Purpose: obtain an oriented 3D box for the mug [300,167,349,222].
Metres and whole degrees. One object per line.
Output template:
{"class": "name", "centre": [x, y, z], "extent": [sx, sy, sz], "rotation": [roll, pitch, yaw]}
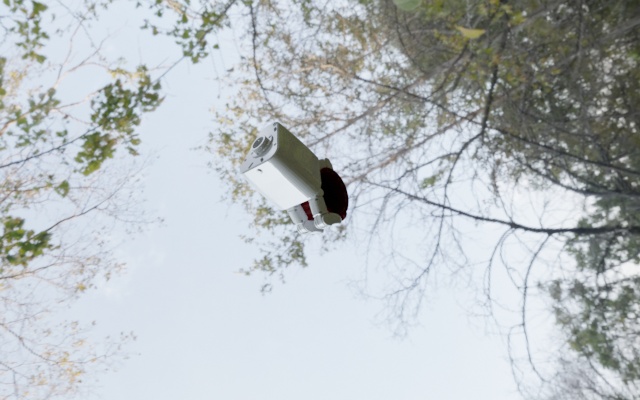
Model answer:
{"class": "mug", "centre": [0.001, 0.004, 0.887], "extent": [0.081, 0.093, 0.117], "rotation": [-21, -50, 35]}
